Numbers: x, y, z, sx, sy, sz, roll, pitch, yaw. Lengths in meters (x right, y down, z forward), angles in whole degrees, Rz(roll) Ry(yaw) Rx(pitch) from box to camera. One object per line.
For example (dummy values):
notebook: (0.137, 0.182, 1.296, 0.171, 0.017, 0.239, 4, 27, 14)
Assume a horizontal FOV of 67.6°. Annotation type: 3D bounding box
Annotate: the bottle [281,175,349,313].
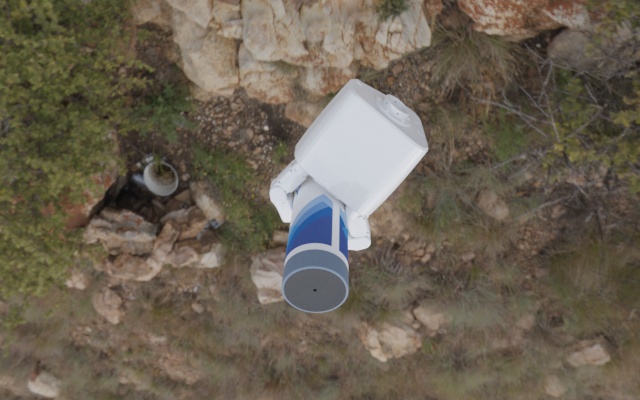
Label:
bottle: (0.000, 0.002, 0.588, 0.069, 0.069, 0.295, 0, 36, 3)
